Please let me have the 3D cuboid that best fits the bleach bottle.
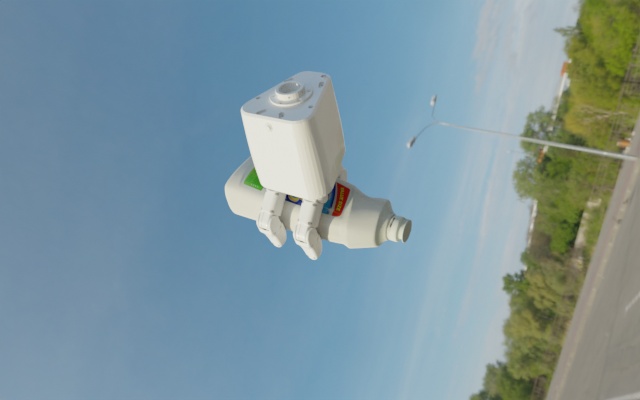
[{"bbox_3d":[0.000,0.002,0.626,0.251,0.068,0.102,15,47,28],"label":"bleach bottle"}]
